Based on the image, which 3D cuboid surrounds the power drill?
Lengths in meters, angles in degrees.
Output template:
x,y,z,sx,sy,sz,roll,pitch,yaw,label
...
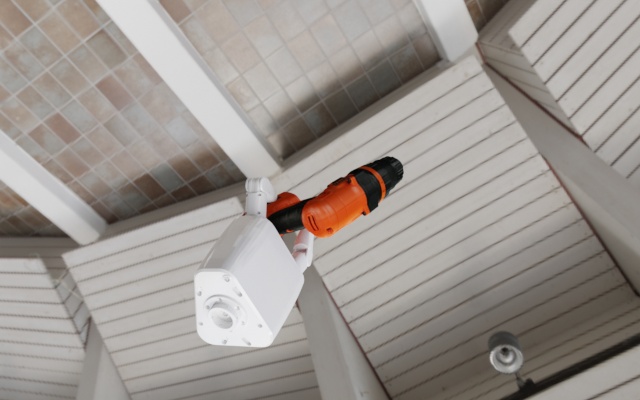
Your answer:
x,y,z,sx,sy,sz,roll,pitch,yaw,label
0.000,0.002,0.623,0.188,0.057,0.184,-19,8,44,power drill
